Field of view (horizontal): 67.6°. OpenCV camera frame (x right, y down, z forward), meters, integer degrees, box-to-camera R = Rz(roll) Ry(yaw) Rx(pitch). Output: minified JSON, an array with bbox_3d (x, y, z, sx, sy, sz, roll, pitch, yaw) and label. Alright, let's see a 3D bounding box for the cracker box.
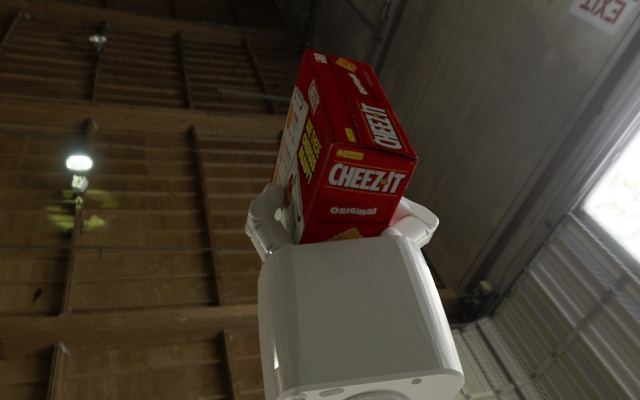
[{"bbox_3d":[0.000,0.002,0.427,0.072,0.214,0.164,8,37,-16],"label":"cracker box"}]
